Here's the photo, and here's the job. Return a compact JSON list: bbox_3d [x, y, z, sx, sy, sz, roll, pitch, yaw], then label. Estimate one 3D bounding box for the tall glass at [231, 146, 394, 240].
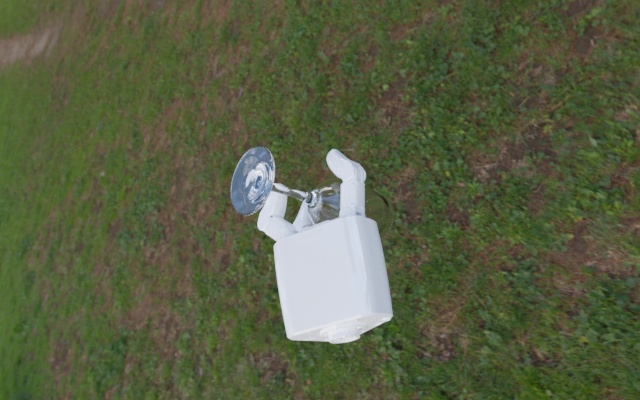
[{"bbox_3d":[0.000,0.002,0.557,0.201,0.079,0.079,17,-11,-41],"label":"tall glass"}]
